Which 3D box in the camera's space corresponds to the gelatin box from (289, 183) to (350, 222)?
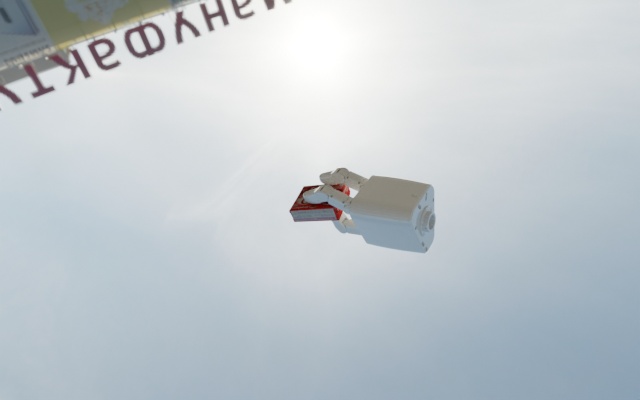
[{"bbox_3d":[0.000,0.003,0.829,0.089,0.030,0.073,-4,36,26],"label":"gelatin box"}]
